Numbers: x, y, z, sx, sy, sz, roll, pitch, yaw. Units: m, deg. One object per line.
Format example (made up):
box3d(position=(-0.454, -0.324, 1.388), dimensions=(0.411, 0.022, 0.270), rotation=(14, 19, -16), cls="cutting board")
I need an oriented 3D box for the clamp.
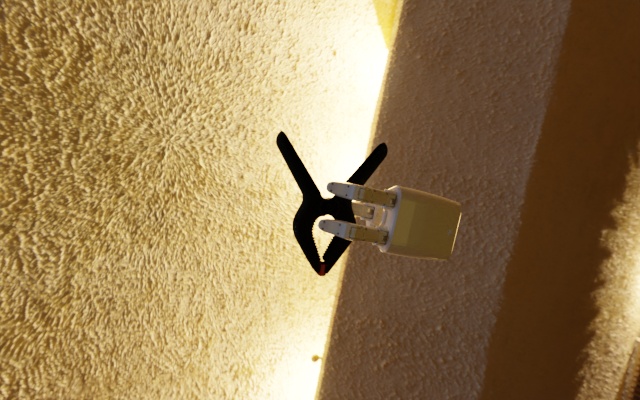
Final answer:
box3d(position=(0.000, 0.003, 0.693), dimensions=(0.164, 0.210, 0.036), rotation=(12, 3, -13), cls="clamp")
